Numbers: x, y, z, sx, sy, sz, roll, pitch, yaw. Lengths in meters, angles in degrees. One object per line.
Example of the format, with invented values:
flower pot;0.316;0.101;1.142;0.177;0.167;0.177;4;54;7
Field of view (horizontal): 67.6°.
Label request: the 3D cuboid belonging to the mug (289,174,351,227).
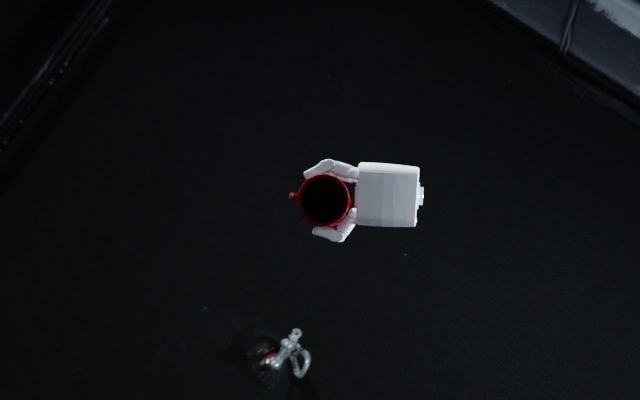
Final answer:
mug;-0.001;0.003;0.874;0.117;0.093;0.081;5;-5;12
